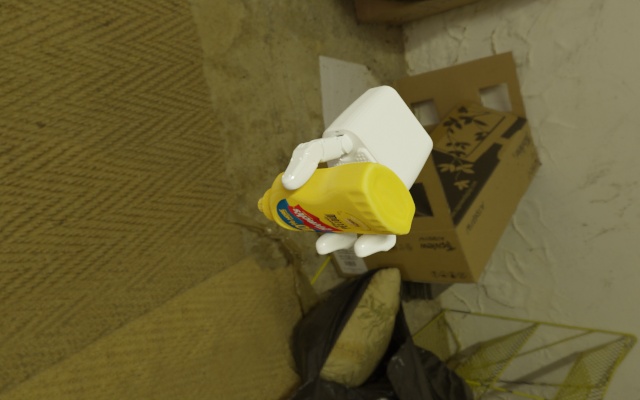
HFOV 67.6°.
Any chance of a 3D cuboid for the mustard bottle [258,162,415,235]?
[{"bbox_3d":[0.000,0.002,0.530,0.191,0.058,0.096,-2,-29,42],"label":"mustard bottle"}]
